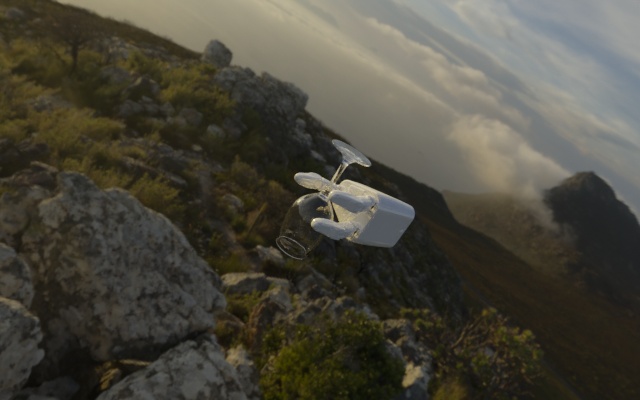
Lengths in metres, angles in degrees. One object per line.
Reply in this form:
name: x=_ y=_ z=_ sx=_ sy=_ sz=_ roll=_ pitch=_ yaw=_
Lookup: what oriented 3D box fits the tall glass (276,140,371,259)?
tall glass: x=0.000 y=0.002 z=0.797 sx=0.079 sy=0.201 sz=0.079 roll=29 pitch=19 yaw=-11
